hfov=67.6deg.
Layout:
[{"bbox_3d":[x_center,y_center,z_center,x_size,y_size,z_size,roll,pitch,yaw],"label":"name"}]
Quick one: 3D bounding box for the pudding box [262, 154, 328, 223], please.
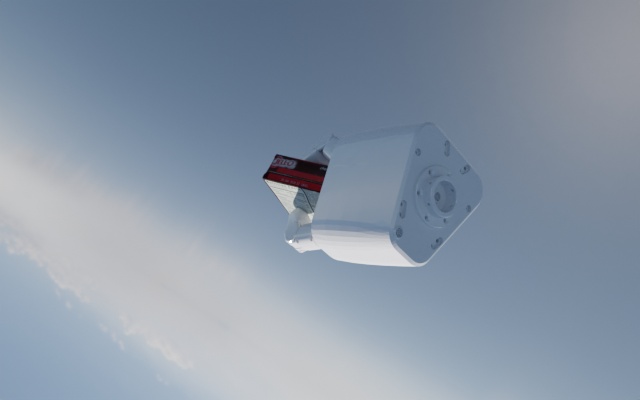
[{"bbox_3d":[0.000,0.002,0.525,0.090,0.039,0.114,16,-27,32],"label":"pudding box"}]
